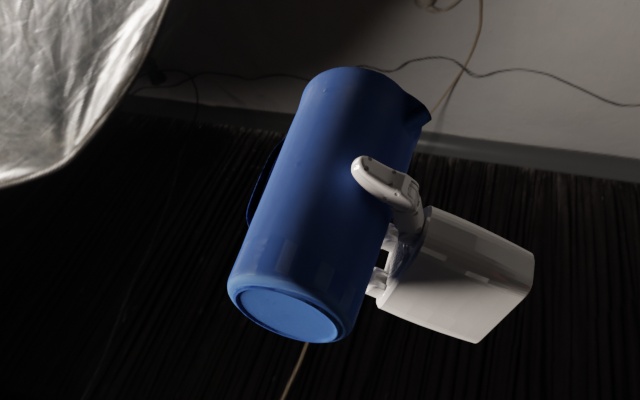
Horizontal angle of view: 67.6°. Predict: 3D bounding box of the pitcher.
[{"bbox_3d":[0.000,0.002,0.453,0.145,0.242,0.149,22,-34,-1],"label":"pitcher"}]
